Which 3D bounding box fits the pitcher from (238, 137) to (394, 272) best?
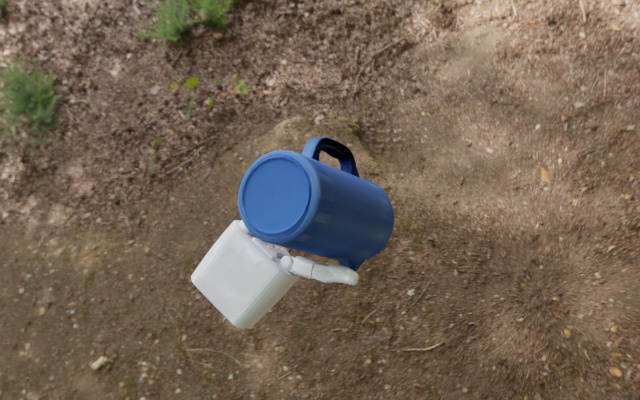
[{"bbox_3d":[0.000,0.002,0.638,0.149,0.145,0.243,47,12,25],"label":"pitcher"}]
